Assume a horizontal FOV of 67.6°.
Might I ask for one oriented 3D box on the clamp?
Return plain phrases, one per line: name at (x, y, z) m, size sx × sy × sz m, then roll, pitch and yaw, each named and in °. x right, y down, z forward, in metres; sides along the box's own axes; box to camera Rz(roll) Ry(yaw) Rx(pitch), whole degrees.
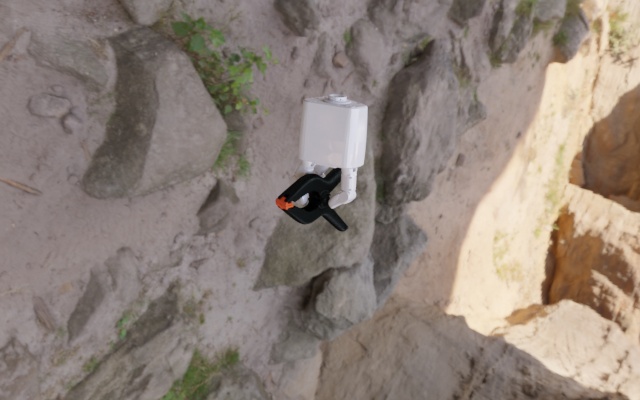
clamp at (0.000, 0.003, 0.893) m, size 0.036 × 0.165 × 0.210 m, roll 20°, pitch 26°, yaw 37°
